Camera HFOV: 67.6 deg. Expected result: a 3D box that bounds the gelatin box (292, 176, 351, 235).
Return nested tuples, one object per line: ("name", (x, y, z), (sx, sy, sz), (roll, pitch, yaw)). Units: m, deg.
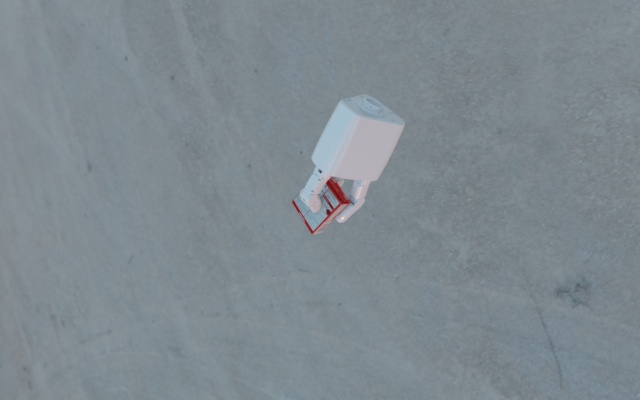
("gelatin box", (0.000, 0.003, 0.812), (0.030, 0.073, 0.089), (-6, -34, -50))
